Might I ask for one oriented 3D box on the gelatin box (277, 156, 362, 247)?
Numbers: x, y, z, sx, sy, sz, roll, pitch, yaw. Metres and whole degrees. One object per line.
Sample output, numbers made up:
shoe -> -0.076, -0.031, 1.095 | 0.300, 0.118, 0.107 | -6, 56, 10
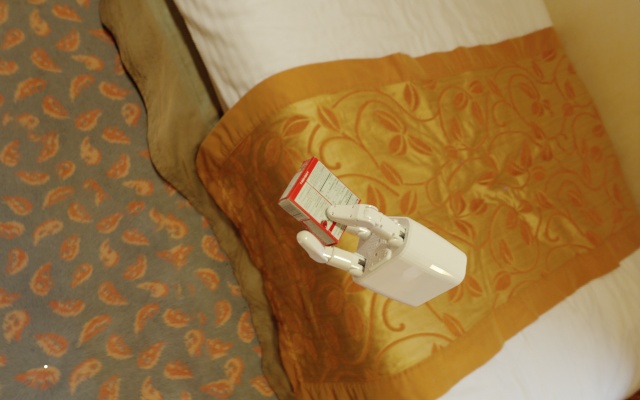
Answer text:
gelatin box -> 0.000, 0.002, 0.593 | 0.089, 0.073, 0.030 | 43, -34, -20
